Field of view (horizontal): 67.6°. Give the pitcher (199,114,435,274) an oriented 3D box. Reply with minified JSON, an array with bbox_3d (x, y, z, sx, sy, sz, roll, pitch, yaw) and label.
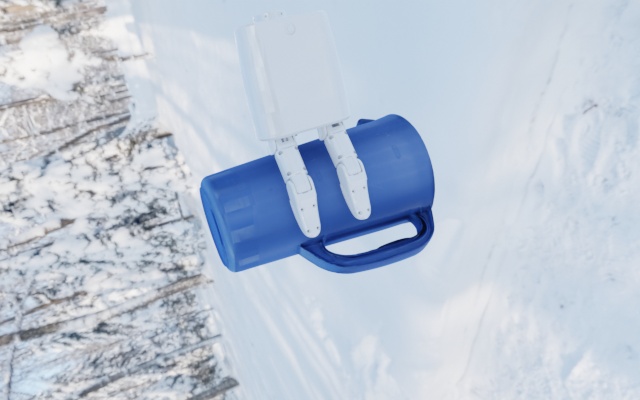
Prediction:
[{"bbox_3d":[0.000,0.002,0.536,0.243,0.145,0.149,-18,18,-18],"label":"pitcher"}]
